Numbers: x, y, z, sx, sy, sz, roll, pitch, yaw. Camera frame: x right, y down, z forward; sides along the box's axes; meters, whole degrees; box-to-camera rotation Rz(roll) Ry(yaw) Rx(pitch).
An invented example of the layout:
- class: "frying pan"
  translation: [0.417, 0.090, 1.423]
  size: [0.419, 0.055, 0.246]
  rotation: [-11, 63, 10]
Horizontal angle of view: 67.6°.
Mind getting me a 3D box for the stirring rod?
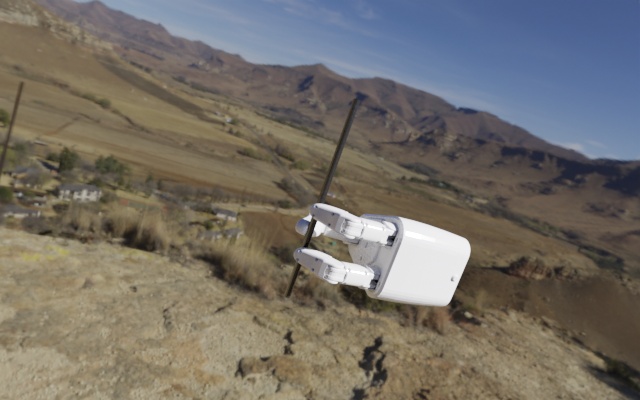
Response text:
- class: "stirring rod"
  translation: [0.000, 0.002, 0.540]
  size: [0.011, 0.239, 0.011]
  rotation: [19, 11, -4]
